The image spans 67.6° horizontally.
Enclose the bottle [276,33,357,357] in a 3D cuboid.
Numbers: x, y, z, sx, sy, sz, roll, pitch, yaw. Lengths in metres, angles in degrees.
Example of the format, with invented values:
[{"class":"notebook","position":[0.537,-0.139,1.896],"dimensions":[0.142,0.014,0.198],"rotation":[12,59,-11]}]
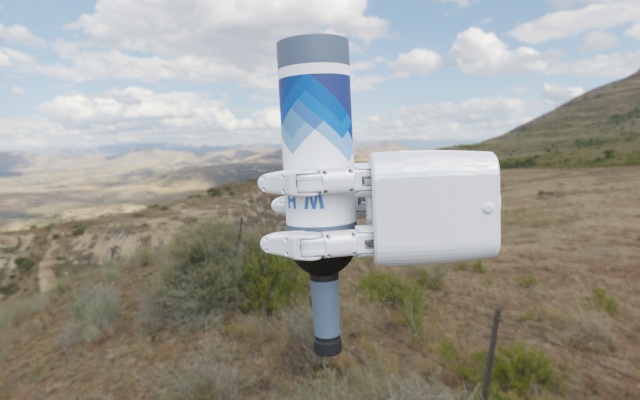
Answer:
[{"class":"bottle","position":[0.000,0.001,0.452],"dimensions":[0.069,0.296,0.069],"rotation":[-3,6,0]}]
